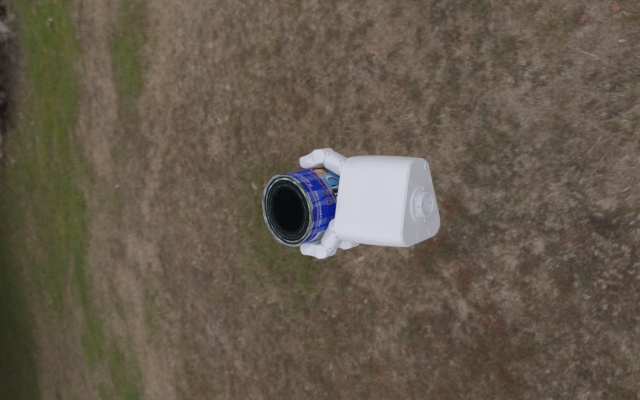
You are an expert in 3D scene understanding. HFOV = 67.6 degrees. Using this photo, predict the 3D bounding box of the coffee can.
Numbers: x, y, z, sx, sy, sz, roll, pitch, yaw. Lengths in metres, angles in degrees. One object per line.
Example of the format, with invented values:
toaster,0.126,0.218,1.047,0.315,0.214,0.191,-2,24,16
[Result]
coffee can,0.000,0.002,0.706,0.103,0.103,0.140,0,10,44
